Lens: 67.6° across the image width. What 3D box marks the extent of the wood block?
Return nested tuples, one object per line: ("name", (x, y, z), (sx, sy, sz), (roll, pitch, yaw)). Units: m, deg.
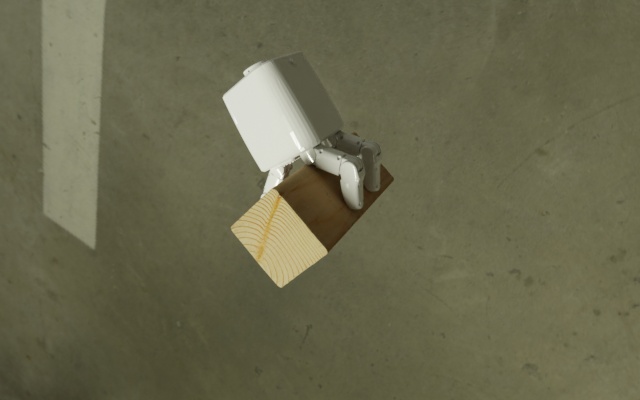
("wood block", (0.000, 0.002, 0.588), (0.091, 0.090, 0.206), (-39, 1, 37))
